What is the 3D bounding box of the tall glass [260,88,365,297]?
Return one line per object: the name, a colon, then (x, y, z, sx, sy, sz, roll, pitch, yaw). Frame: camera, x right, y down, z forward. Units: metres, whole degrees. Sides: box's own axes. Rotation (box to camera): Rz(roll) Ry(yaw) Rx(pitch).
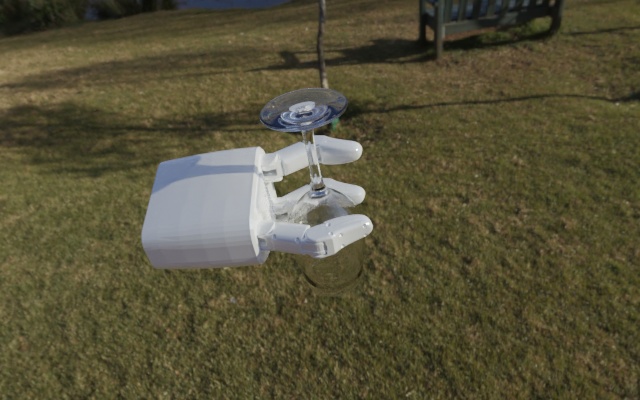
tall glass: (0.000, 0.001, 0.455, 0.079, 0.201, 0.079, -7, 37, 5)
